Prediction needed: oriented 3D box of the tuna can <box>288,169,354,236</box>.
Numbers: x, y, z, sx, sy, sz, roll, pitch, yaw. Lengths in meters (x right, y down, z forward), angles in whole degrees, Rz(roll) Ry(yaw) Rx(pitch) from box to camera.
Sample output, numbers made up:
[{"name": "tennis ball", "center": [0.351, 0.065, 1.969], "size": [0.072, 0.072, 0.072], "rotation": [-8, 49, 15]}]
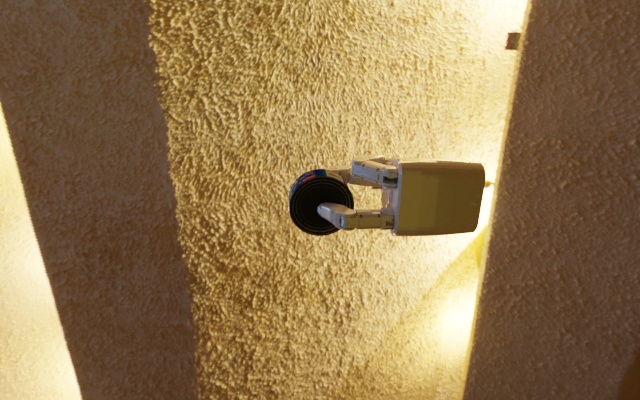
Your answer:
[{"name": "tuna can", "center": [0.000, 0.002, 0.635], "size": [0.086, 0.086, 0.033], "rotation": [0, 25, -7]}]
